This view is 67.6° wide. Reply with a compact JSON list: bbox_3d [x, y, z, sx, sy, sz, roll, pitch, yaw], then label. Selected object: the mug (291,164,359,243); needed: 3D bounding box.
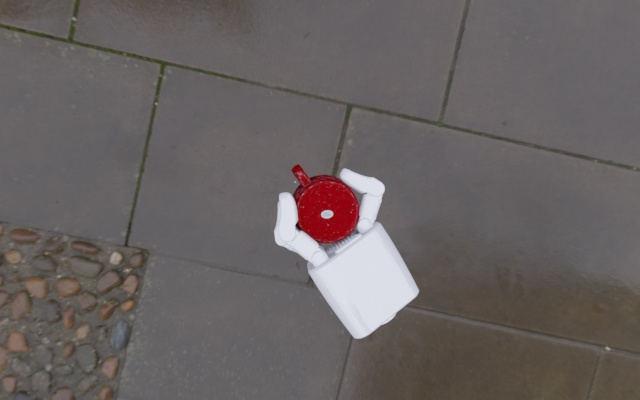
[{"bbox_3d":[-0.001,0.001,0.632,0.093,0.117,0.081,-33,4,-1],"label":"mug"}]
